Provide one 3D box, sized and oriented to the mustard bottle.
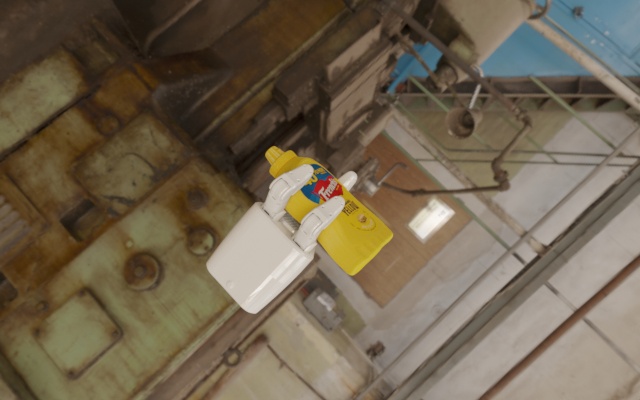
[{"bbox_3d":[0.000,0.002,0.608,0.096,0.191,0.058,-32,-17,-53],"label":"mustard bottle"}]
